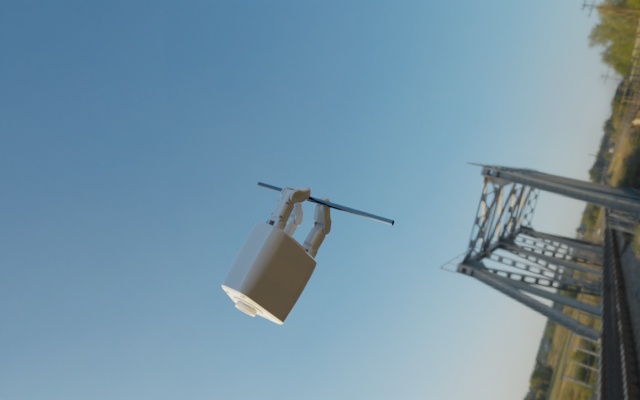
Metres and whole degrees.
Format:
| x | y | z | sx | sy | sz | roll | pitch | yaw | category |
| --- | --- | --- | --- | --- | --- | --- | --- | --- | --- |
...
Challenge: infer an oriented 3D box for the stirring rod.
| x | y | z | sx | sy | sz | roll | pitch | yaw | category |
| --- | --- | --- | --- | --- | --- | --- | --- | --- | --- |
| 0.000 | 0.002 | 0.722 | 0.239 | 0.011 | 0.011 | 16 | 8 | 29 | stirring rod |
